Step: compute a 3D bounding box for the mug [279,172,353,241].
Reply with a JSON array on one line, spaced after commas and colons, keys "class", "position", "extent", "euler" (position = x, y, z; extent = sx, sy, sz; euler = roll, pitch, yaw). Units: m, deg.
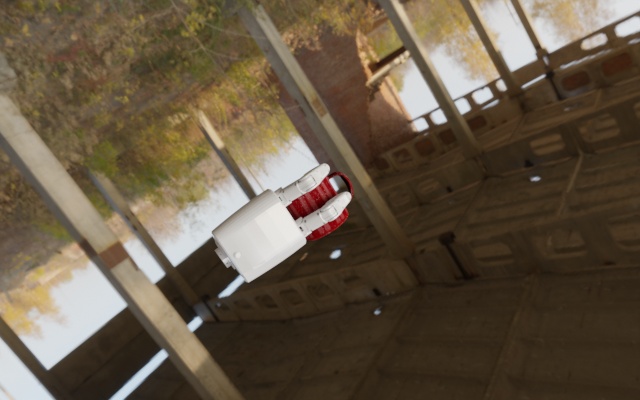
[{"class": "mug", "position": [0.001, 0.002, 0.756], "extent": [0.117, 0.081, 0.093], "euler": [-35, 12, -14]}]
